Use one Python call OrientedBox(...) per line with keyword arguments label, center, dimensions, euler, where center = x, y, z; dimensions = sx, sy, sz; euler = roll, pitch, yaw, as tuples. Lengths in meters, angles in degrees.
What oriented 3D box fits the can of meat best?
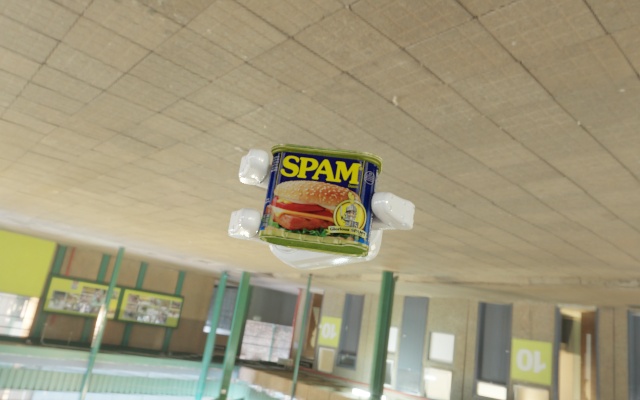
OrientedBox(label="can of meat", center=(0.000, 0.002, 0.428), dimensions=(0.102, 0.084, 0.057), euler=(7, -15, 7))
